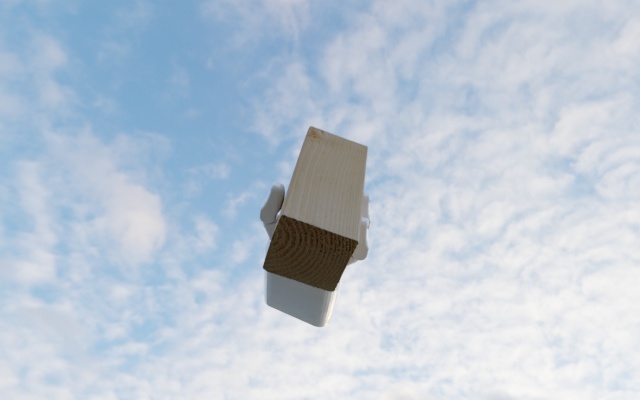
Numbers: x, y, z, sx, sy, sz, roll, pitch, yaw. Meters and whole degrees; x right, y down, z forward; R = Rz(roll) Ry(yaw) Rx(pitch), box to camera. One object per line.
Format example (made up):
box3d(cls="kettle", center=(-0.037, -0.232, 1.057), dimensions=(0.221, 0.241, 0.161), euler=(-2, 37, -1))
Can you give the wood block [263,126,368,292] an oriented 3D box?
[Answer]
box3d(cls="wood block", center=(0.000, 0.002, 0.611), dimensions=(0.091, 0.090, 0.206), euler=(19, 36, -5))
